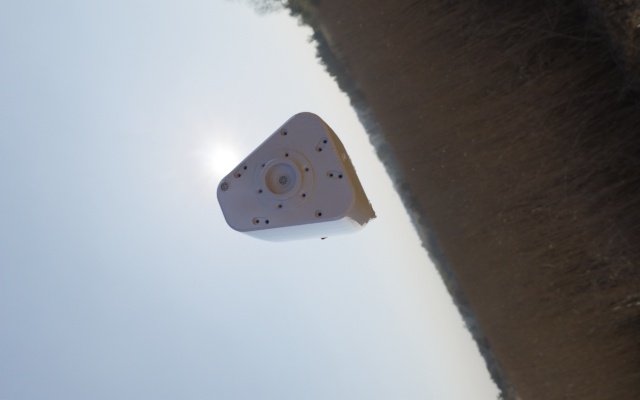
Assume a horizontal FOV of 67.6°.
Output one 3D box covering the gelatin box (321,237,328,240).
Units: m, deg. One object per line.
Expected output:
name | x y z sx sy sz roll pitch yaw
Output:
gelatin box | 0.000 0.002 0.550 0.030 0.073 0.089 -25 2 3
